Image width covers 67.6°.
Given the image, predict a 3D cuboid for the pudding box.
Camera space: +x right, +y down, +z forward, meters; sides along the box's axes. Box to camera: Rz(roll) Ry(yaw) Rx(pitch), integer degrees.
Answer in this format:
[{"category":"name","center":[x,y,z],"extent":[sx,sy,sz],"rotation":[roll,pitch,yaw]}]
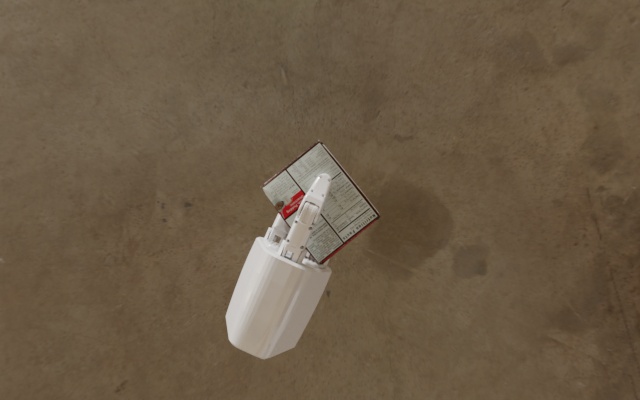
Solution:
[{"category":"pudding box","center":[0.000,0.002,0.544],"extent":[0.090,0.113,0.039],"rotation":[-38,-1,3]}]
